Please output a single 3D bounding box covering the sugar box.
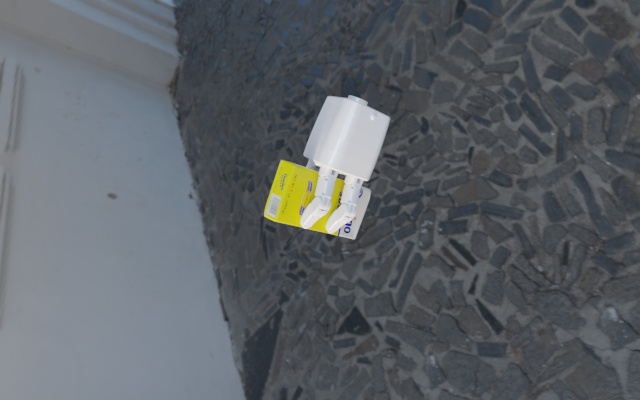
[{"bbox_3d":[0.000,0.003,0.776,0.176,0.093,0.048,15,6,-38],"label":"sugar box"}]
